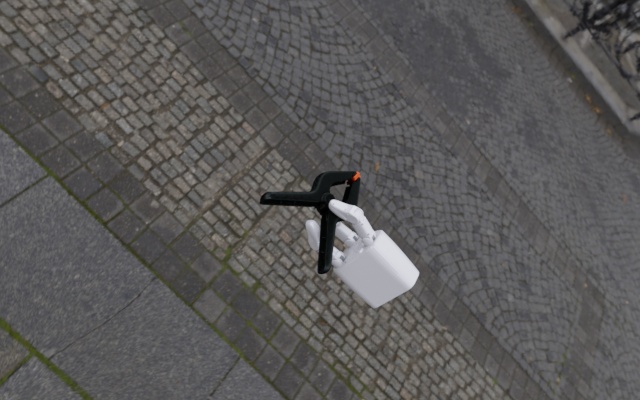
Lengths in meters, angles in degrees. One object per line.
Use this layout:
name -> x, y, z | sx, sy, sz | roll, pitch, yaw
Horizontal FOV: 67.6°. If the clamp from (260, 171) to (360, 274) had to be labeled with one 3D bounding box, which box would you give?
clamp -> 0.001, 0.002, 0.831 | 0.036, 0.164, 0.210 | -33, 15, 50
